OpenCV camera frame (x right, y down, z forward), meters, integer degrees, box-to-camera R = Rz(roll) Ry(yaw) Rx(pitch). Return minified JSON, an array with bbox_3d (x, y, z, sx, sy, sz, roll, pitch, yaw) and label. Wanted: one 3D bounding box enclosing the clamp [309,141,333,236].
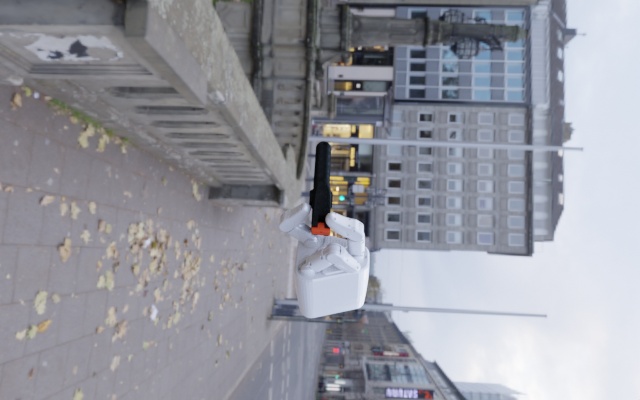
[{"bbox_3d":[0.001,0.002,0.743,0.039,0.120,0.171,1,44,4],"label":"clamp"}]
